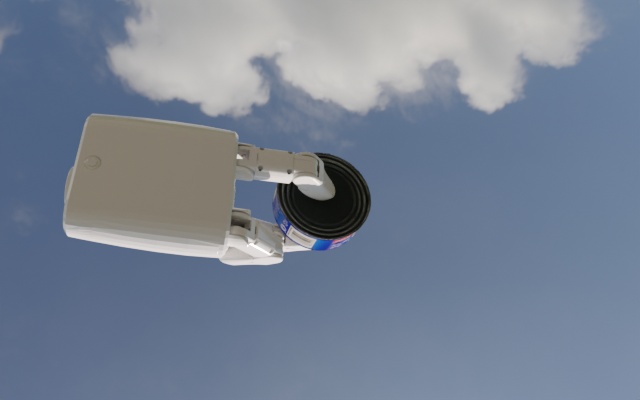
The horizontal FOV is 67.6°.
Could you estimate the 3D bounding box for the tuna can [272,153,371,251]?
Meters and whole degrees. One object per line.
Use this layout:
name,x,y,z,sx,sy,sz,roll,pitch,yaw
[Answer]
tuna can,0.000,0.002,0.435,0.086,0.086,0.034,0,-26,-16
